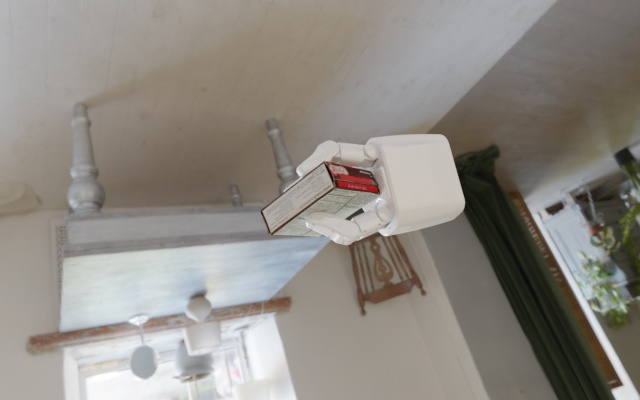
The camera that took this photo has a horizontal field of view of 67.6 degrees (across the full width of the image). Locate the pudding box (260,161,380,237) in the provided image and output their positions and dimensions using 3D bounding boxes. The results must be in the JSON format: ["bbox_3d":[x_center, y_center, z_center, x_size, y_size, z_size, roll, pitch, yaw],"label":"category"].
[{"bbox_3d":[0.000,0.002,0.558,0.113,0.039,0.090,-38,-27,30],"label":"pudding box"}]
